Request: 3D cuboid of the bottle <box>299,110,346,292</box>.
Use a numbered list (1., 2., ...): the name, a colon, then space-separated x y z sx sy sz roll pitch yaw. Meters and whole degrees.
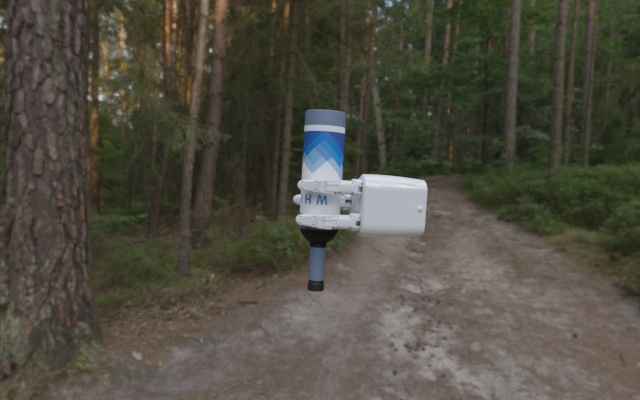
1. bottle: 0.000 0.002 0.789 0.069 0.296 0.069 3 3 0
